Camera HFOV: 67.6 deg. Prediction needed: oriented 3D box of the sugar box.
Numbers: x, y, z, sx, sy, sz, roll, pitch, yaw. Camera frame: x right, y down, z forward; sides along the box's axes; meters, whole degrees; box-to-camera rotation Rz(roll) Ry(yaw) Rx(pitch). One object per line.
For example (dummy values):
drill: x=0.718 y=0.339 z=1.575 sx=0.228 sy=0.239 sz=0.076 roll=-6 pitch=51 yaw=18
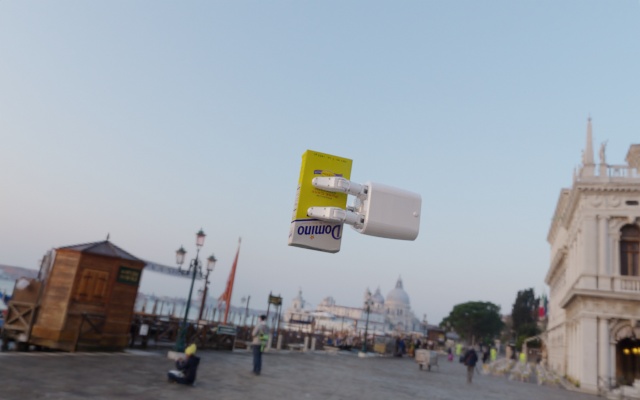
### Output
sugar box: x=0.000 y=0.003 z=0.874 sx=0.093 sy=0.176 sz=0.048 roll=11 pitch=-14 yaw=-13
